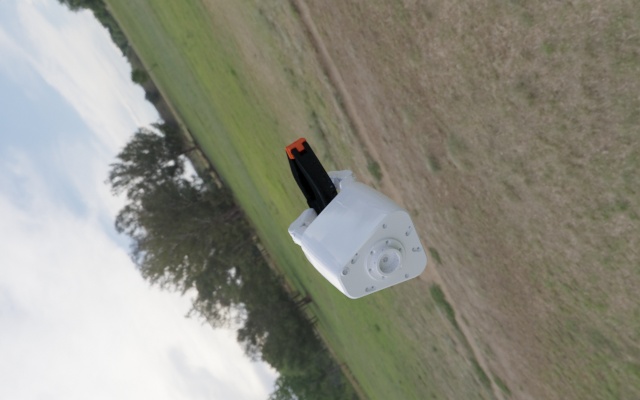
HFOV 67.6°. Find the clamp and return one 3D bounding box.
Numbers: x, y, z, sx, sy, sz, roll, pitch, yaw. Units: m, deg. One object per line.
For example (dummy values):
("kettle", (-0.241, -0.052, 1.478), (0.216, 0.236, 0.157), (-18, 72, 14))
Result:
("clamp", (-0.001, 0.002, 0.690), (0.036, 0.210, 0.164), (-34, 26, -14))
